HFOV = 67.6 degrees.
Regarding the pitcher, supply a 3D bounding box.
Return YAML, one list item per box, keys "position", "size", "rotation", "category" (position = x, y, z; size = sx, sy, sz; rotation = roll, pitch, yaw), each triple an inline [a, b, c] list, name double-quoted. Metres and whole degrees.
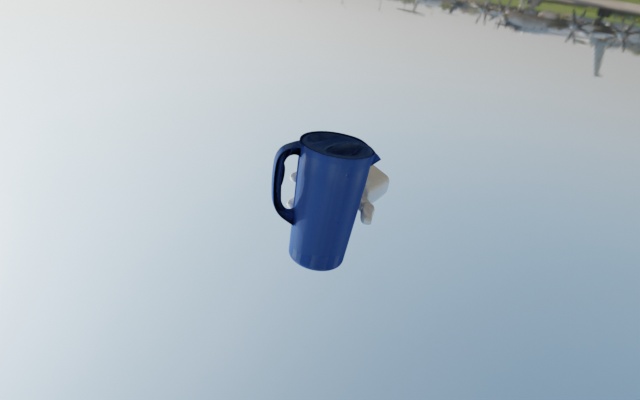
- position: [0.000, 0.003, 0.871]
  size: [0.149, 0.243, 0.145]
  rotation: [23, 28, 23]
  category: "pitcher"
